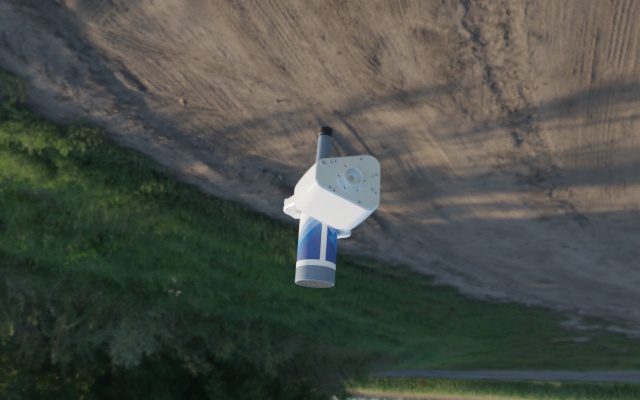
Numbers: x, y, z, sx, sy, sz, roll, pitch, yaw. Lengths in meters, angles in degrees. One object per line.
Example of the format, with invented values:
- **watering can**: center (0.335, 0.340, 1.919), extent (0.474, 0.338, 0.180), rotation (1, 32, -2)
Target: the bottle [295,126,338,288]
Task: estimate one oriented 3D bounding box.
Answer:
- **bottle**: center (0.000, 0.003, 0.853), extent (0.069, 0.295, 0.069), rotation (4, -21, 1)
